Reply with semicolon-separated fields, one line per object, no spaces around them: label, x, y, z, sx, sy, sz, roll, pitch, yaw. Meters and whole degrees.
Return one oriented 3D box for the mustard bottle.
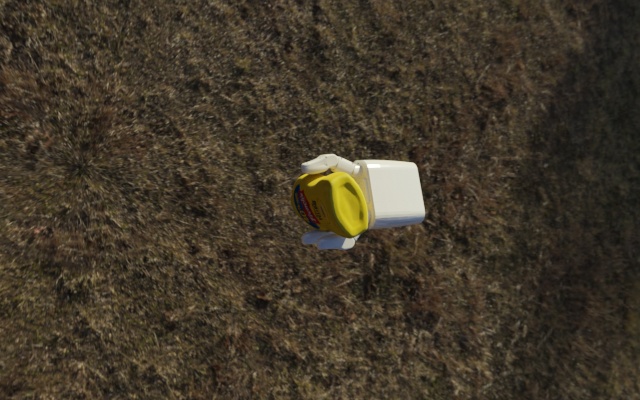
mustard bottle;0.000;0.003;0.766;0.058;0.096;0.191;-28;15;-22
